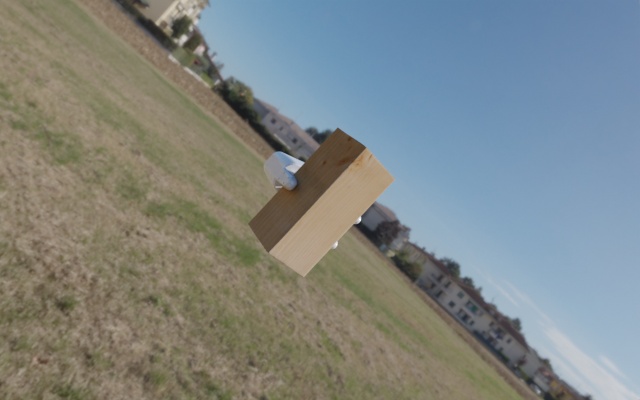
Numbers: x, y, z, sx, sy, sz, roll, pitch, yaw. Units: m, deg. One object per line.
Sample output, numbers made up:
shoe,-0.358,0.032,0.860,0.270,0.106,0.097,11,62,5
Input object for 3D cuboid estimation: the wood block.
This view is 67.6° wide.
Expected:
wood block,0.000,0.002,0.736,0.091,0.206,0.090,41,2,-39
